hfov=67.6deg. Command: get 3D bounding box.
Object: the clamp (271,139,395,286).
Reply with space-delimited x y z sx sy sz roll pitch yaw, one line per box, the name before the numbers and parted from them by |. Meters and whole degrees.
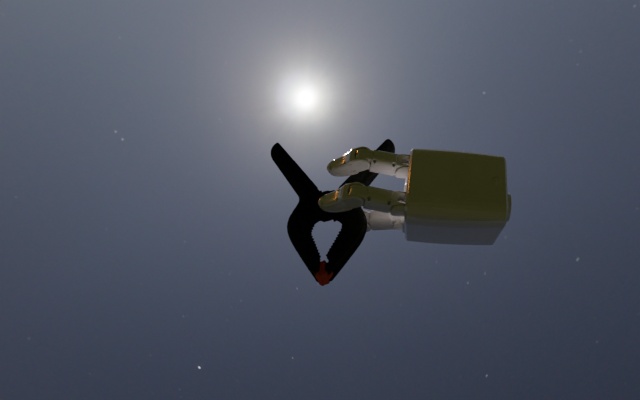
clamp | 0.000 0.003 0.588 0.164 0.209 0.036 4 -35 13
